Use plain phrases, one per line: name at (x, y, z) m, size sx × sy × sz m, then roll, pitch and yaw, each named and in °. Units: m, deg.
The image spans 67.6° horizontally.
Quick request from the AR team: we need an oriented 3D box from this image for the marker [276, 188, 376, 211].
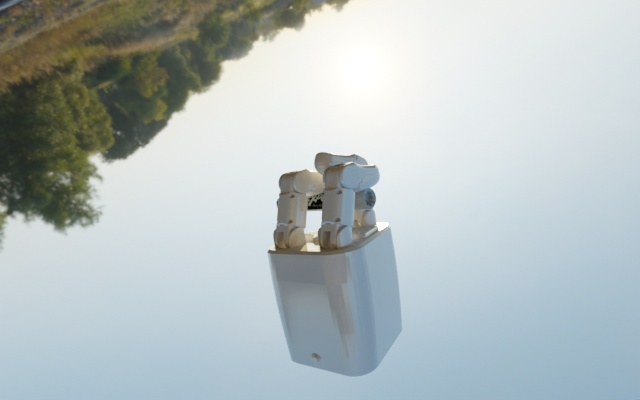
marker at (0.000, 0.001, 0.457) m, size 0.121 × 0.020 × 0.020 m, roll -4°, pitch -3°, yaw 44°
